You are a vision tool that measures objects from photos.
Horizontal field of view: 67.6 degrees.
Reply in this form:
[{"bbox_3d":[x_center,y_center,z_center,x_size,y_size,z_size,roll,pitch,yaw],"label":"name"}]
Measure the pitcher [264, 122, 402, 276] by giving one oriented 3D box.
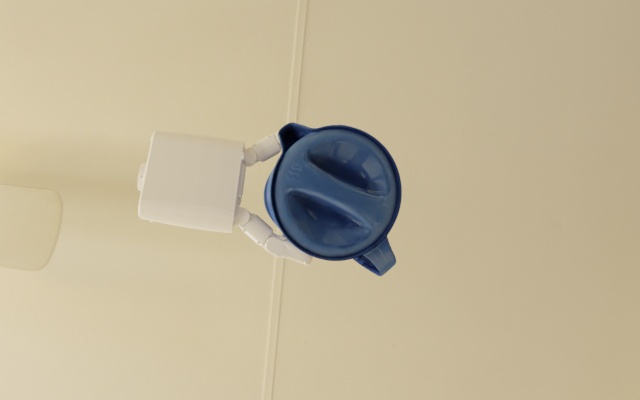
[{"bbox_3d":[0.000,0.002,0.577,0.145,0.149,0.243,6,-1,-11],"label":"pitcher"}]
